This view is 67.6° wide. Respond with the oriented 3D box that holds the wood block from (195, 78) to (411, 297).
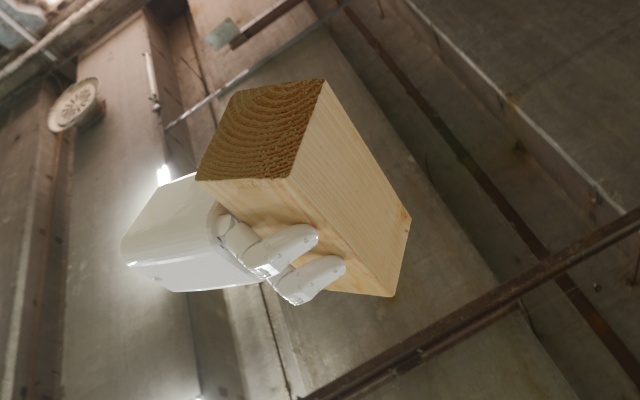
[{"bbox_3d":[0.000,0.001,0.423,0.090,0.090,0.206,0,-31,31],"label":"wood block"}]
